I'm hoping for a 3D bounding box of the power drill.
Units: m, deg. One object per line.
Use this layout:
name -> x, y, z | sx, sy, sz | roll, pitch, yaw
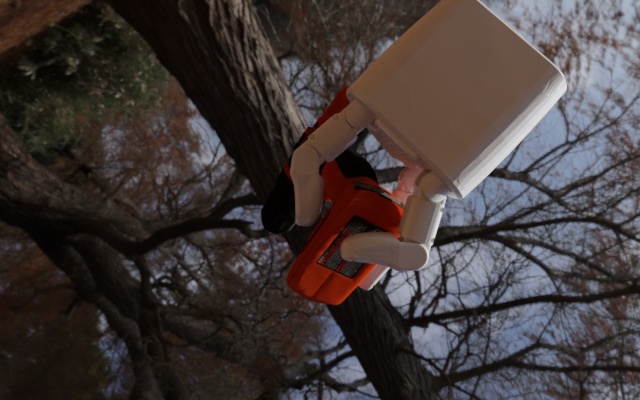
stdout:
power drill -> 0.000, 0.002, 0.436 | 0.057, 0.184, 0.187 | 24, 27, -23
